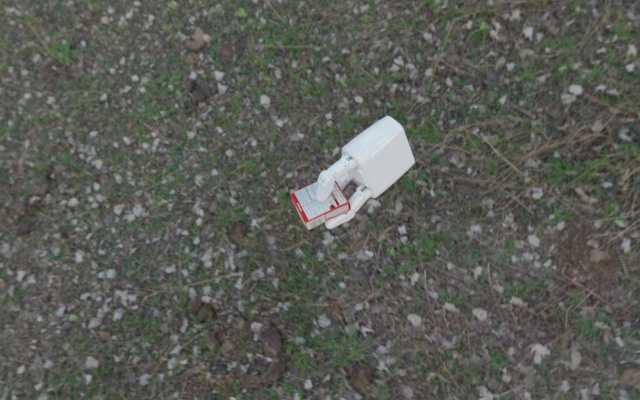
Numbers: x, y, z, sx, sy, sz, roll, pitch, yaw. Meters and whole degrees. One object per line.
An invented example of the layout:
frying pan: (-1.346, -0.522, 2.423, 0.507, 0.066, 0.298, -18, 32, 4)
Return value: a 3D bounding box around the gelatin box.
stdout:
gelatin box: (0.000, 0.003, 0.873, 0.089, 0.073, 0.030, -25, -33, -7)
